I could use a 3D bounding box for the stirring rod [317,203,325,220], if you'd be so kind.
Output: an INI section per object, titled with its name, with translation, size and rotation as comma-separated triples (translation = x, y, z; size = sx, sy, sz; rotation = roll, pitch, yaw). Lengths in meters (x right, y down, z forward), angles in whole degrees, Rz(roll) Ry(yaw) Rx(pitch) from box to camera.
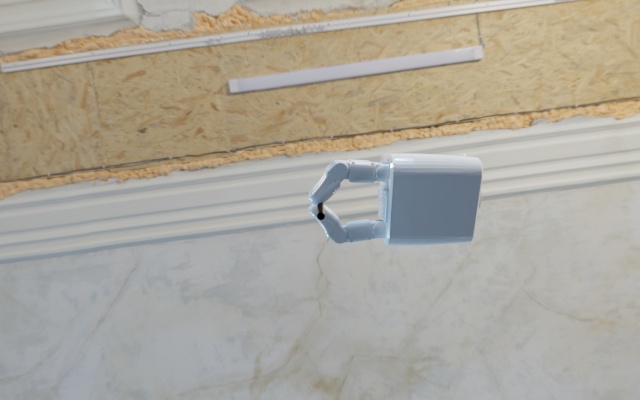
[stirring rod]
translation = 0.000, 0.002, 0.589
size = 0.011, 0.011, 0.239
rotation = 0, 6, 0
